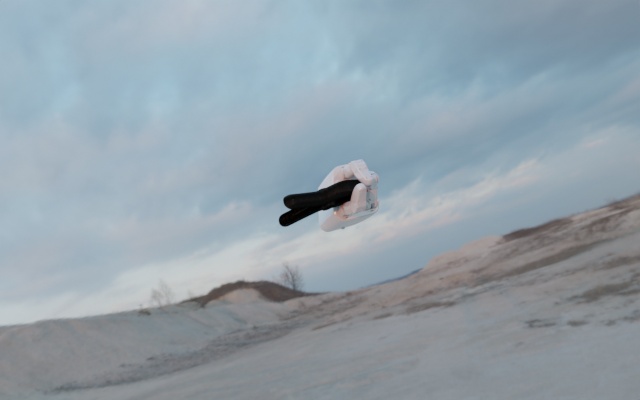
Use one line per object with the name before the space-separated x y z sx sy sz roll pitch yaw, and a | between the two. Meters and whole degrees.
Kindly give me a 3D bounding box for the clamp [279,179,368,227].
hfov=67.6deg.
clamp | 0.000 0.002 0.867 0.171 0.039 0.120 -14 -12 -23
